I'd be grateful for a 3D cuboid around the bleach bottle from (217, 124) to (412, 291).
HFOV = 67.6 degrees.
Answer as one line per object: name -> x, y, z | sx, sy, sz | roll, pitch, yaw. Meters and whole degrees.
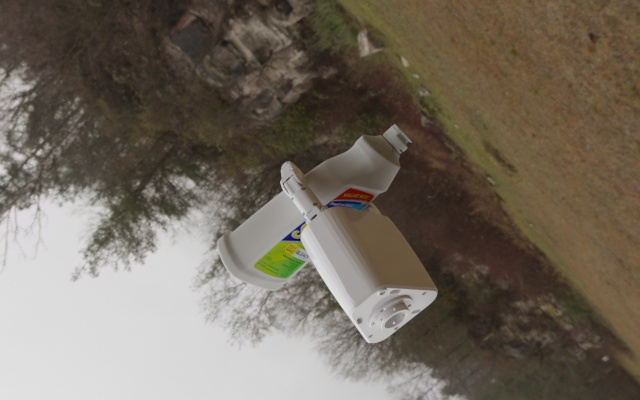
bleach bottle -> 0.000, 0.002, 0.567 | 0.251, 0.068, 0.103 | -42, -40, 12
